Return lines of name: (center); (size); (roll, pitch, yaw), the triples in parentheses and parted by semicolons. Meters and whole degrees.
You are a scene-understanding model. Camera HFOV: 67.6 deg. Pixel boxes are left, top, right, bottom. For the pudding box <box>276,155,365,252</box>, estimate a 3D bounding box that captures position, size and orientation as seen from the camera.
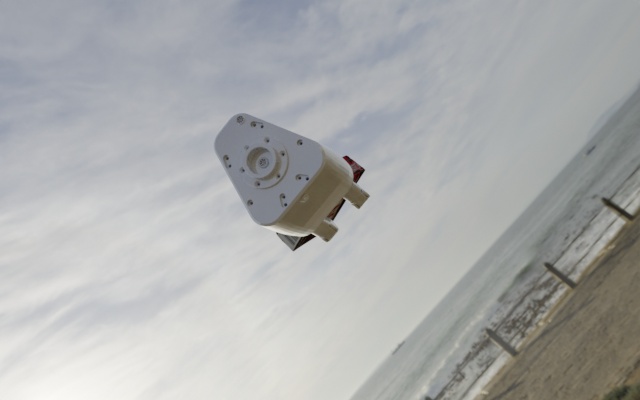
pudding box: (0.000, 0.002, 0.612); (0.039, 0.113, 0.090); (42, 34, 15)
